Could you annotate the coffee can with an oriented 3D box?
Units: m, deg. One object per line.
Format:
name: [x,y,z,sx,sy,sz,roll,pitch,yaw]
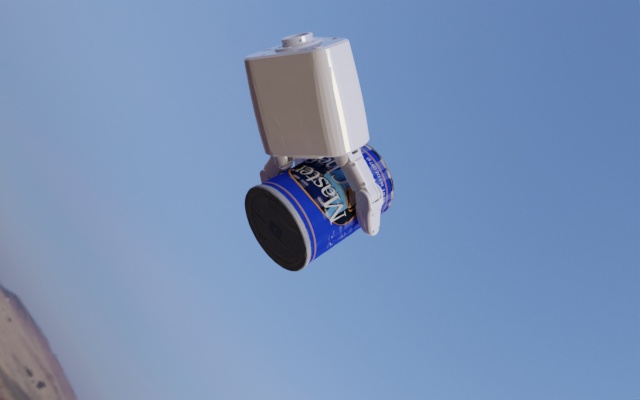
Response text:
coffee can: [0.000,0.002,0.547,0.140,0.103,0.103,-31,18,-33]
